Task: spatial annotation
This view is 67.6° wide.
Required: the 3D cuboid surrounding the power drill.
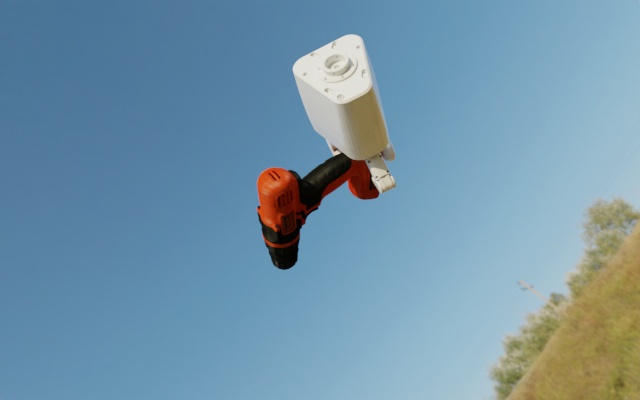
[{"bbox_3d":[0.000,0.002,0.668,0.187,0.185,0.057,-31,55,-24],"label":"power drill"}]
